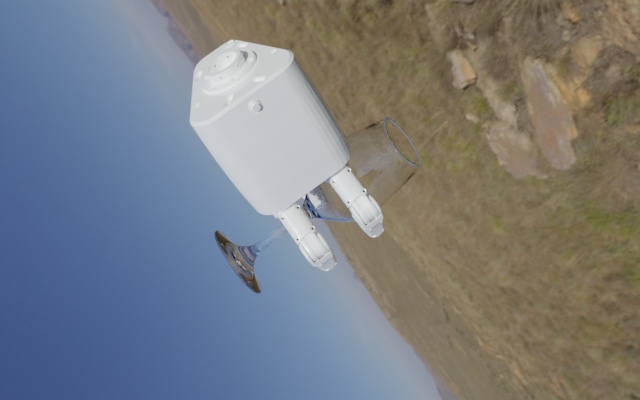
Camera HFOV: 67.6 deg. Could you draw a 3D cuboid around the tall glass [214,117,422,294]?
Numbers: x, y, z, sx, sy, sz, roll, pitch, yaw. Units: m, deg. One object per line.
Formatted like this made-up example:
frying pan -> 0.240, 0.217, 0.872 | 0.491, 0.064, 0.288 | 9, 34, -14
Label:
tall glass -> 0.000, 0.002, 0.465 | 0.201, 0.079, 0.079 | -36, 1, -1
